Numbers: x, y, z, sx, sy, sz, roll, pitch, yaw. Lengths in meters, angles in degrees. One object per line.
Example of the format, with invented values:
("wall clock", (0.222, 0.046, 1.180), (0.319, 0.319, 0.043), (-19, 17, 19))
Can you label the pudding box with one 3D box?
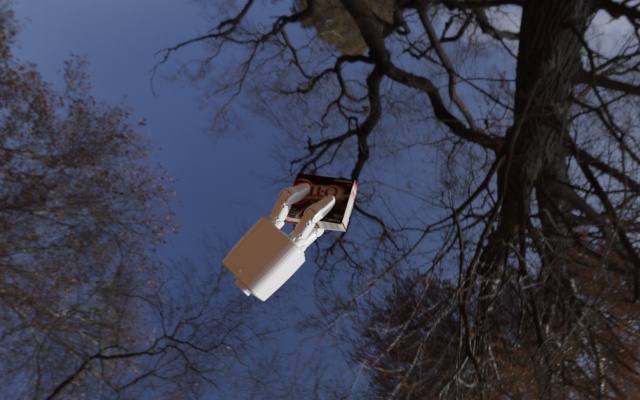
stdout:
("pudding box", (0.000, 0.003, 0.838), (0.113, 0.090, 0.039), (9, -27, 18))
